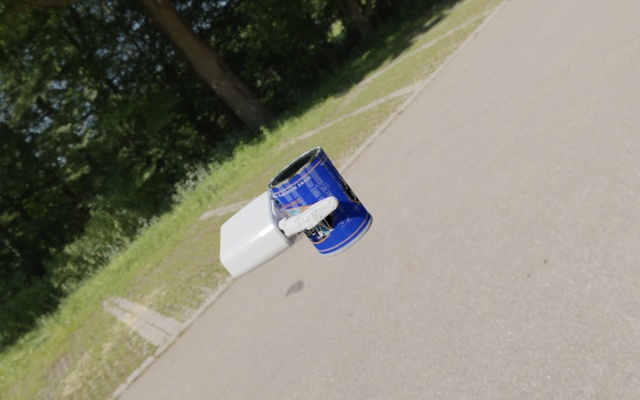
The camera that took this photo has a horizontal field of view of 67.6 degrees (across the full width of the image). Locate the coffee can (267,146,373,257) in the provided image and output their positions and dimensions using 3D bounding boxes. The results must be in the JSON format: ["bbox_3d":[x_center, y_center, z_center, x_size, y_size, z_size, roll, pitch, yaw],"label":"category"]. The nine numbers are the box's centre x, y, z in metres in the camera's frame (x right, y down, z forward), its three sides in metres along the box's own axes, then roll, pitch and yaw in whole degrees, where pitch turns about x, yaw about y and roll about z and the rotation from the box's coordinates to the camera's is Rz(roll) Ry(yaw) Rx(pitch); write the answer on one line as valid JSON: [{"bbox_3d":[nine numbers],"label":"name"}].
[{"bbox_3d":[0.000,0.002,0.739,0.103,0.140,0.102,-34,16,11],"label":"coffee can"}]
